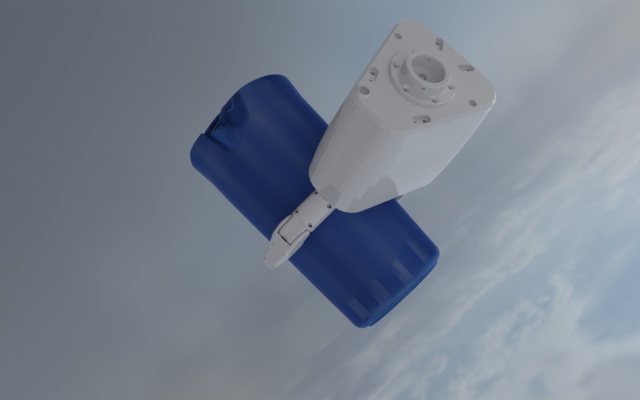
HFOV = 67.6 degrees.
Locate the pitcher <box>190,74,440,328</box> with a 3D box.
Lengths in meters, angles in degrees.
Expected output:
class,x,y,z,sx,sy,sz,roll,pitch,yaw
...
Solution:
class,x,y,z,sx,sy,sz,roll,pitch,yaw
pitcher,0.000,0.002,0.483,0.149,0.243,0.145,-37,-13,-31
